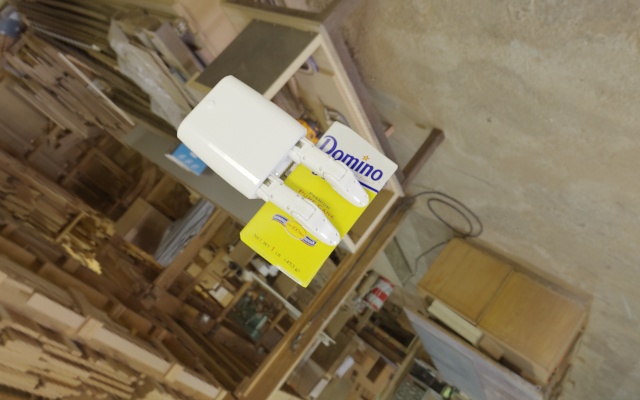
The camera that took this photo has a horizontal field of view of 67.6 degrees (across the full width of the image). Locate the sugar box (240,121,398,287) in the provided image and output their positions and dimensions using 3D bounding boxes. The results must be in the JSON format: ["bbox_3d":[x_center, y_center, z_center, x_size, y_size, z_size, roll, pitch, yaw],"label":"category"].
[{"bbox_3d":[0.000,0.002,0.546,0.093,0.176,0.048,37,-14,3],"label":"sugar box"}]
